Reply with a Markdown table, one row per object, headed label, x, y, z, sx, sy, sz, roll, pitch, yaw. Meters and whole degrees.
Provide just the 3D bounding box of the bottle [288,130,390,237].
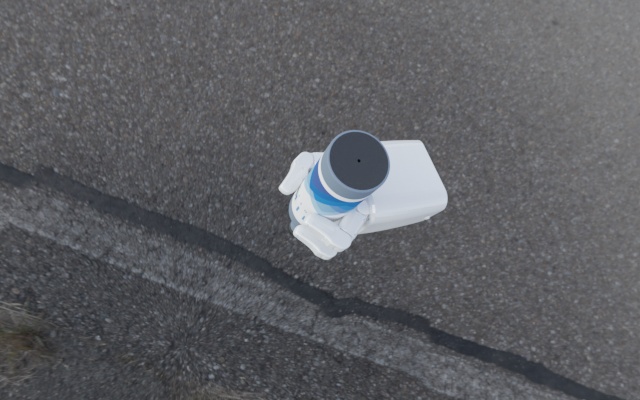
| label | x | y | z | sx | sy | sz | roll | pitch | yaw |
| --- | --- | --- | --- | --- | --- | --- | --- | --- | --- |
| bottle | 0.000 | 0.002 | 0.607 | 0.069 | 0.069 | 0.296 | 0 | -16 | -16 |
